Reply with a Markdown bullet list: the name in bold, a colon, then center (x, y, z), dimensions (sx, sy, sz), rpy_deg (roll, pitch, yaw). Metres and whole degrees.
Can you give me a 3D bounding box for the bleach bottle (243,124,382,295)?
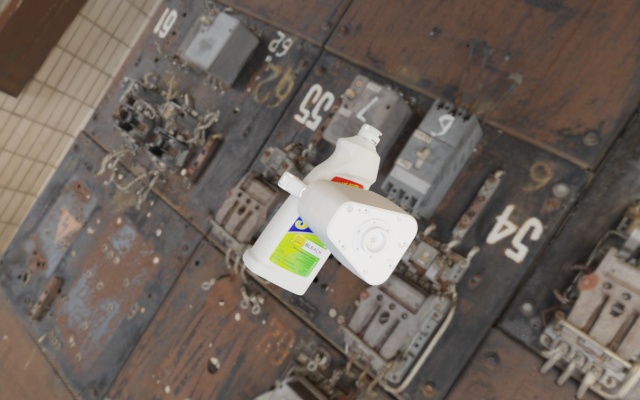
- **bleach bottle**: center (0.000, 0.002, 0.667), dimensions (0.102, 0.251, 0.068), rpy_deg (31, 2, -23)
